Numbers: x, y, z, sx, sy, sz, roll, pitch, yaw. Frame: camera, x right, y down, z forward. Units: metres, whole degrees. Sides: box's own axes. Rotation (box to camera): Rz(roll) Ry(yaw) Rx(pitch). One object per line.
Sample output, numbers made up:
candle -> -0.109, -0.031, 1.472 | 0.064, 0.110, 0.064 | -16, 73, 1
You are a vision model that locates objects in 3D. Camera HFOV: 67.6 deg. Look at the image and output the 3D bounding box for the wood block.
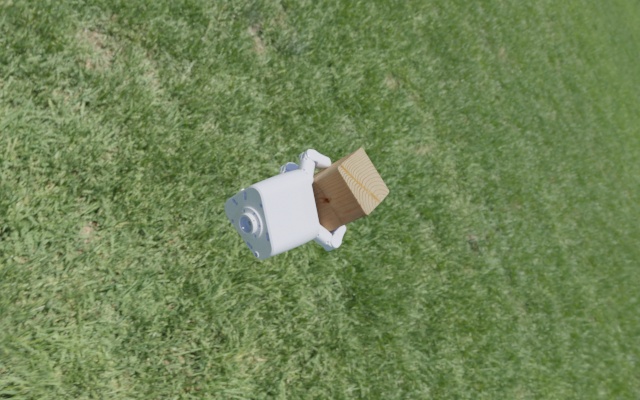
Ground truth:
wood block -> 0.000, 0.003, 0.822 | 0.206, 0.091, 0.090 | -26, 10, 41
